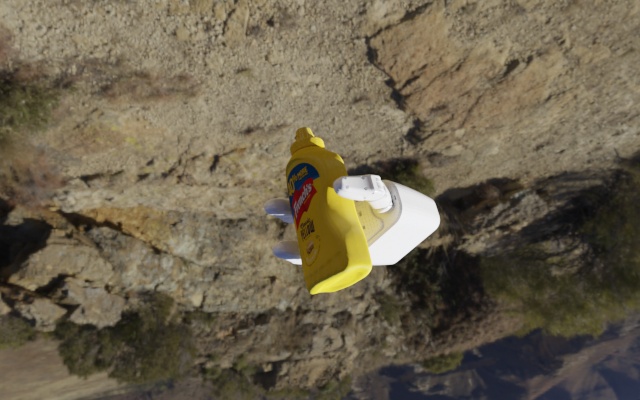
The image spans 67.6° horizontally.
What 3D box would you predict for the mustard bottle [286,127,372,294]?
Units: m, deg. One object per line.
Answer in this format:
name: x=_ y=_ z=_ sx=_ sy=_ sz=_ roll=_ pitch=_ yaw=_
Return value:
mustard bottle: x=0.000 y=0.002 z=0.543 sx=0.058 sy=0.191 sz=0.096 roll=-1 pitch=-25 yaw=-28
